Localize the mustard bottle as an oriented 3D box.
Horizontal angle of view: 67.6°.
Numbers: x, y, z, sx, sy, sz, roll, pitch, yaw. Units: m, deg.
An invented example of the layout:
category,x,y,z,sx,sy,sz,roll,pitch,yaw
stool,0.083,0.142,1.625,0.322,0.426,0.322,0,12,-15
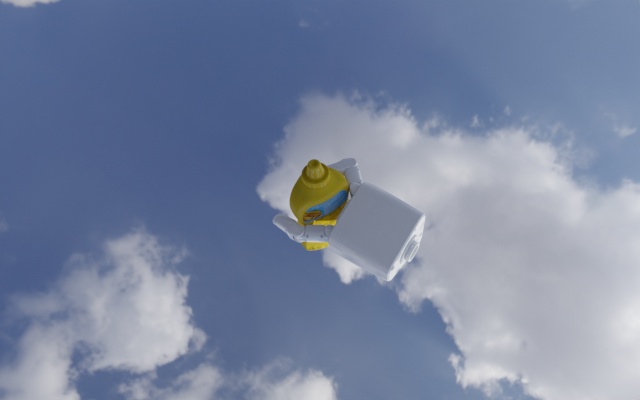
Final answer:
category,x,y,z,sx,sy,sz,roll,pitch,yaw
mustard bottle,0.000,0.002,0.743,0.096,0.058,0.192,-28,-32,-12
